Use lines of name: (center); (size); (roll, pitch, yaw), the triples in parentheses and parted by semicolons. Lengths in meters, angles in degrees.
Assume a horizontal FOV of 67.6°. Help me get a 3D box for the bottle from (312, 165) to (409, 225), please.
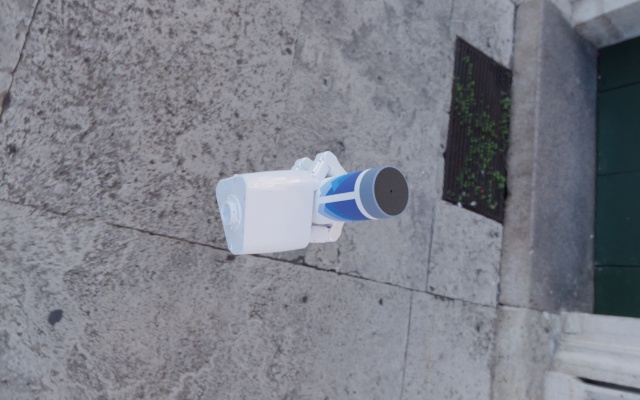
bottle: (0.000, 0.002, 0.716); (0.069, 0.069, 0.296); (0, -5, -38)
